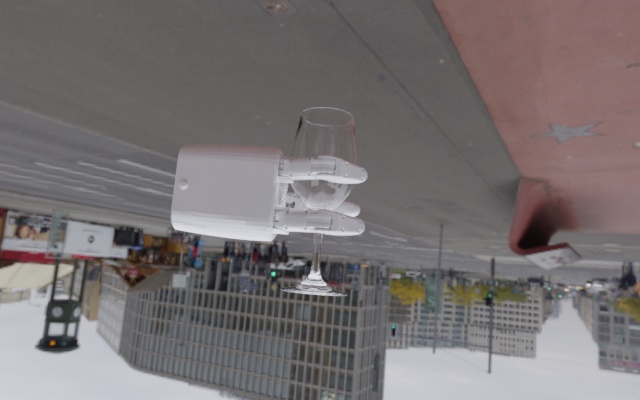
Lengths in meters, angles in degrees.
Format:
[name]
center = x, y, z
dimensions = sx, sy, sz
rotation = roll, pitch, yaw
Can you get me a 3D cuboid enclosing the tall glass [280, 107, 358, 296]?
[tall glass]
center = 0.000, 0.002, 0.533
dimensions = 0.079, 0.201, 0.079
rotation = 5, -8, 1
